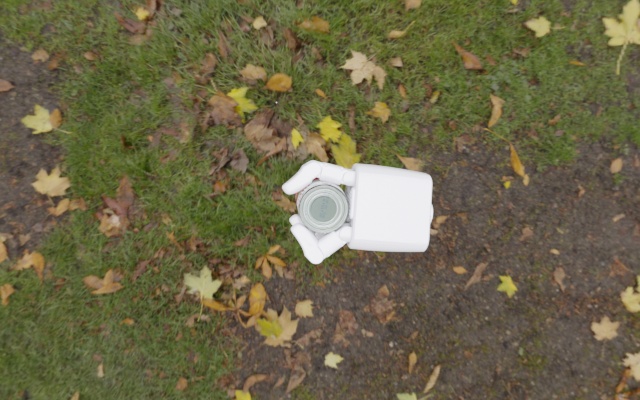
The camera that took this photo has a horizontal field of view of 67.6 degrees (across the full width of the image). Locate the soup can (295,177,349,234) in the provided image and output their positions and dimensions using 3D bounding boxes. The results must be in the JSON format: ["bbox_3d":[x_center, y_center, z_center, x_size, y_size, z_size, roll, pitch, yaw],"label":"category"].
[{"bbox_3d":[0.000,0.002,0.669,0.068,0.068,0.102,0,12,-5],"label":"soup can"}]
